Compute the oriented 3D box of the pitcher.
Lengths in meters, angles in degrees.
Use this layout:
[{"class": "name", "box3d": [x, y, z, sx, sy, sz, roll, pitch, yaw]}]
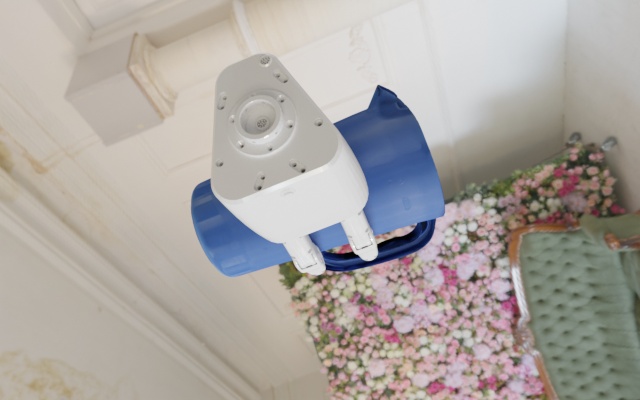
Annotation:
[{"class": "pitcher", "box3d": [0.000, 0.002, 0.504, 0.243, 0.149, 0.145, -20, -18, 6]}]
